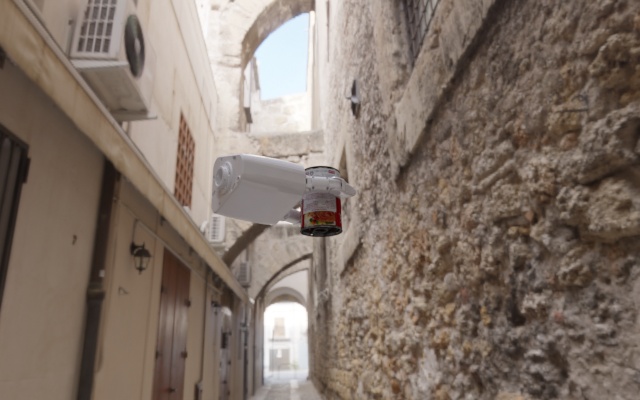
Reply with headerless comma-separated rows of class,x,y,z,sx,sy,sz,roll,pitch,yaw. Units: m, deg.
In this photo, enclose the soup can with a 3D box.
soup can,0.001,0.002,0.776,0.068,0.102,0.068,-2,-18,0
